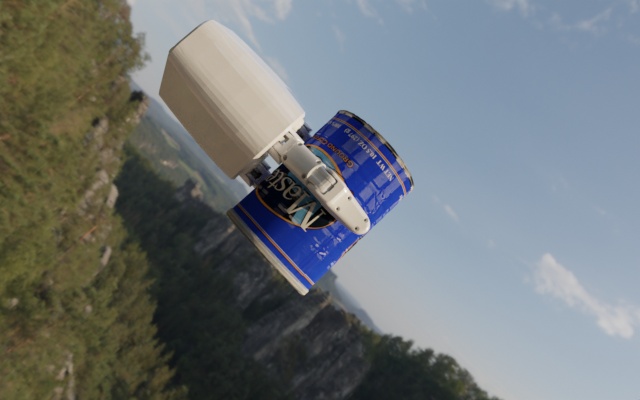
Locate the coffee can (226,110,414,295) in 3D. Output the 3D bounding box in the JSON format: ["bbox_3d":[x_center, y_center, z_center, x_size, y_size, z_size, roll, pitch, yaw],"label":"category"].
[{"bbox_3d":[0.000,0.002,0.440,0.140,0.103,0.103,-43,6,-7],"label":"coffee can"}]
